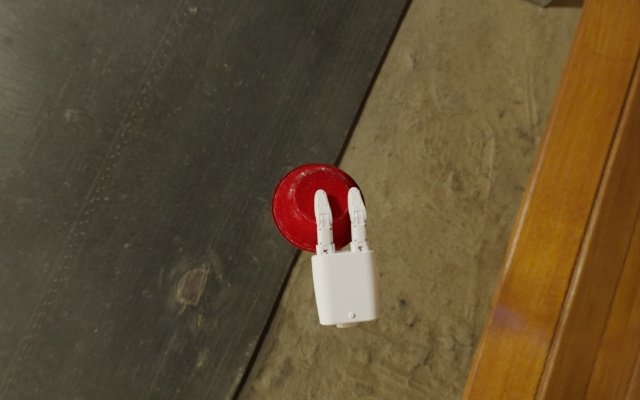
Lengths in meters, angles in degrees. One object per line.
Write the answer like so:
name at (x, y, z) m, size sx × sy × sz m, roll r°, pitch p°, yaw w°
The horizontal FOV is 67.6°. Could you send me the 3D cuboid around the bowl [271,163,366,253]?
bowl at (0.000, 0.001, 0.787) m, size 0.162 × 0.162 × 0.055 m, roll 0°, pitch -19°, yaw -7°
